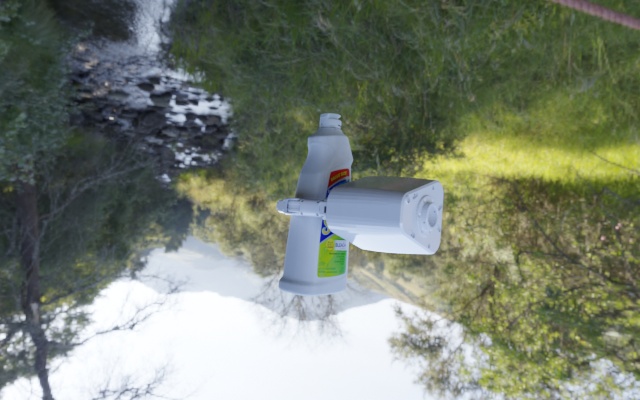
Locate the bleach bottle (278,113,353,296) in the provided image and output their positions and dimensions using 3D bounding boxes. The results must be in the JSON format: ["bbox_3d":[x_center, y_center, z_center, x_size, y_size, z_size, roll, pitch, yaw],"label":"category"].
[{"bbox_3d":[0.000,0.002,0.674,0.068,0.251,0.102,3,-2,39],"label":"bleach bottle"}]
